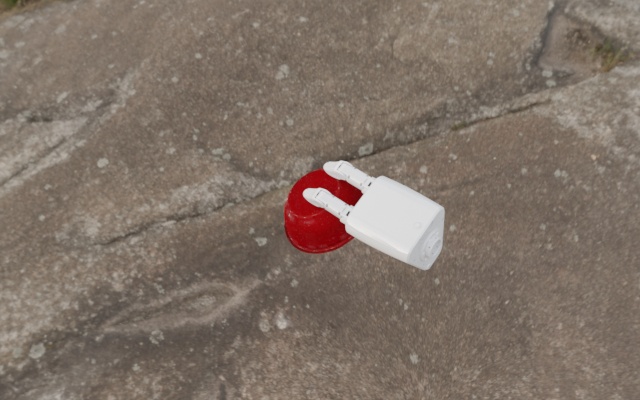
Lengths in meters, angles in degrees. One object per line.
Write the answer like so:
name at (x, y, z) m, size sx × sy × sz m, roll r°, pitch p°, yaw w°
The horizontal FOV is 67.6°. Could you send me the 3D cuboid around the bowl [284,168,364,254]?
bowl at (-0.001, 0.002, 0.767) m, size 0.162 × 0.162 × 0.055 m, roll 0°, pitch -33°, yaw 32°
